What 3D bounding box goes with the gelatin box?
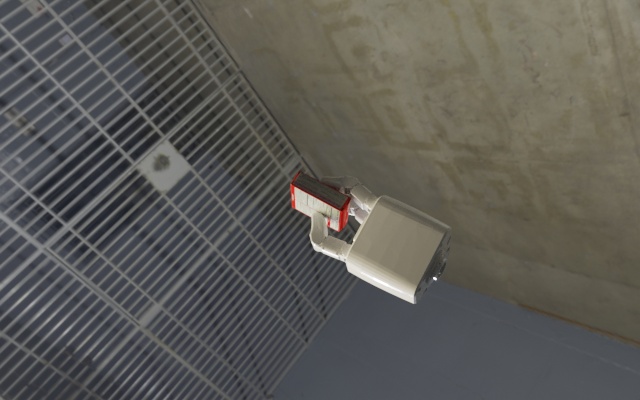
[{"bbox_3d":[0.000,0.003,0.714,0.089,0.030,0.073,27,-25,13],"label":"gelatin box"}]
